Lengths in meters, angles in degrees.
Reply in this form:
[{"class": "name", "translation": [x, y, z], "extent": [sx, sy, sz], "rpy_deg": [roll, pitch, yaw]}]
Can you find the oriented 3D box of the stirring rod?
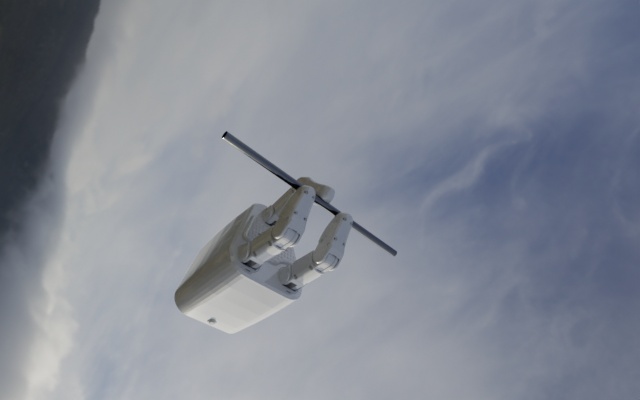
[{"class": "stirring rod", "translation": [0.000, 0.002, 0.480], "extent": [0.240, 0.011, 0.011], "rpy_deg": [35, -20, -32]}]
